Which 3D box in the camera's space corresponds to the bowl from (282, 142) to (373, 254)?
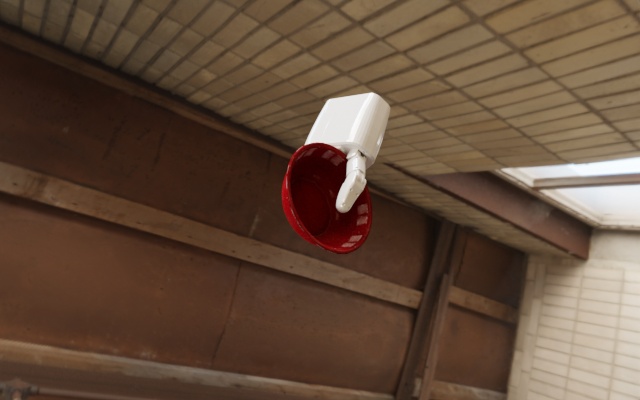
[{"bbox_3d":[-0.001,0.003,0.675,0.162,0.162,0.055,0,-17,-44],"label":"bowl"}]
